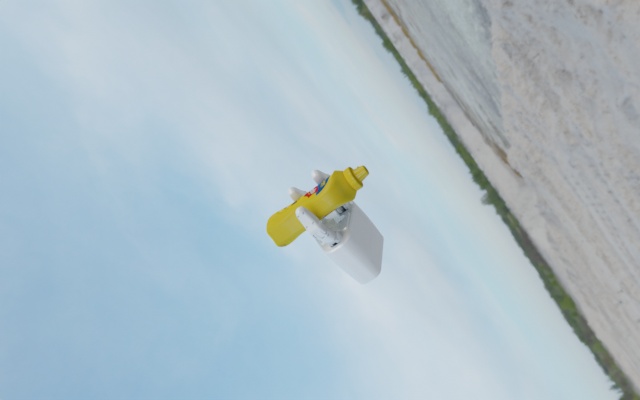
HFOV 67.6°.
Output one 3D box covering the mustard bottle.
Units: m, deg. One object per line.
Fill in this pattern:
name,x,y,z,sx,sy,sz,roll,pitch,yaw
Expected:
mustard bottle,0.000,0.003,0.802,0.192,0.058,0.096,-35,6,17
